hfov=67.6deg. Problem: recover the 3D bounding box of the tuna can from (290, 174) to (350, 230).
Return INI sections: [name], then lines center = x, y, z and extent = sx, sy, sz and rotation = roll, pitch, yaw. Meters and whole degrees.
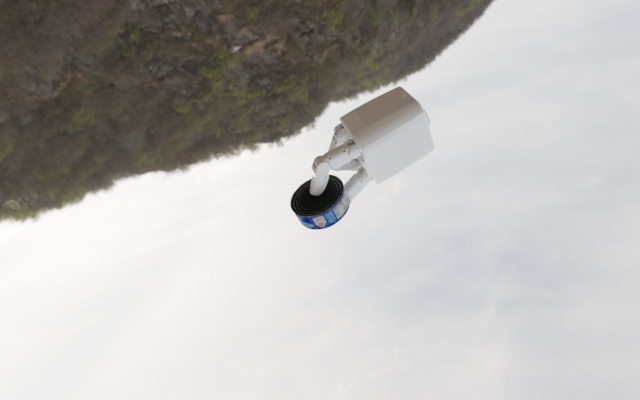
[tuna can]
center = 0.000, 0.003, 0.715
extent = 0.086, 0.086, 0.034
rotation = 0, -43, 31
